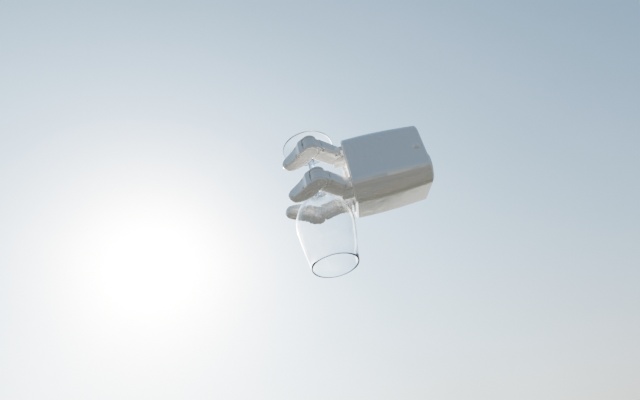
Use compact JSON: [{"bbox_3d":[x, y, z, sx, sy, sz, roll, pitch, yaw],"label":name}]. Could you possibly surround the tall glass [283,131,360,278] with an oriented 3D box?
[{"bbox_3d":[0.000,0.002,0.648,0.079,0.201,0.079,-9,-35,-6],"label":"tall glass"}]
